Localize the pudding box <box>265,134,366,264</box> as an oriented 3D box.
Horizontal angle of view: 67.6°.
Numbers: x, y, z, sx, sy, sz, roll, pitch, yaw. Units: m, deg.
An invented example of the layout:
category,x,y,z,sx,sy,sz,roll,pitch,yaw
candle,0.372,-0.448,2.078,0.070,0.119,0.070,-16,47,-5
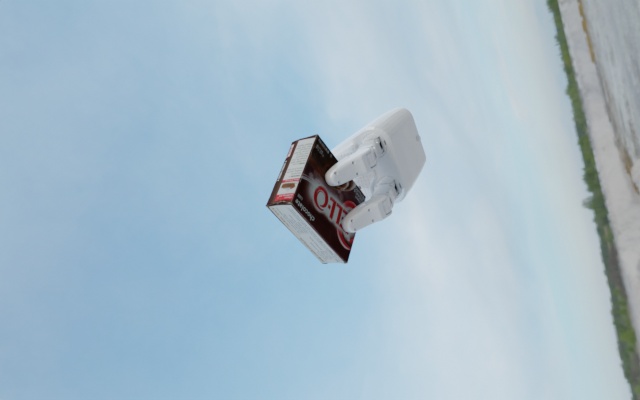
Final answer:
category,x,y,z,sx,sy,sz,roll,pitch,yaw
pudding box,0.000,0.002,0.506,0.039,0.090,0.113,-10,-42,36
